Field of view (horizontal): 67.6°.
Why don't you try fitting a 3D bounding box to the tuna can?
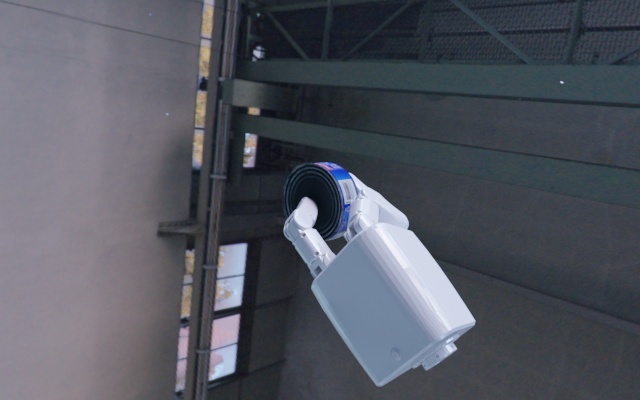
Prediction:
[{"bbox_3d":[0.000,0.002,0.515,0.086,0.086,0.034,0,6,42],"label":"tuna can"}]
